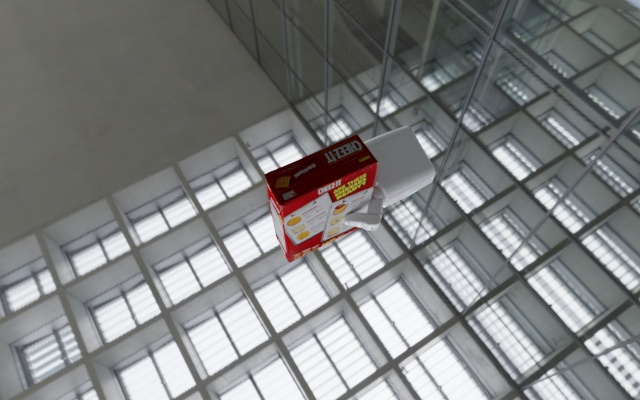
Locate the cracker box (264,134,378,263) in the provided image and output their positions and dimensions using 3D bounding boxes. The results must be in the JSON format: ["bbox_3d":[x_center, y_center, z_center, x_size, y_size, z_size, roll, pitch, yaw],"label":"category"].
[{"bbox_3d":[0.000,0.003,0.796,0.164,0.072,0.214,-25,-27,-14],"label":"cracker box"}]
